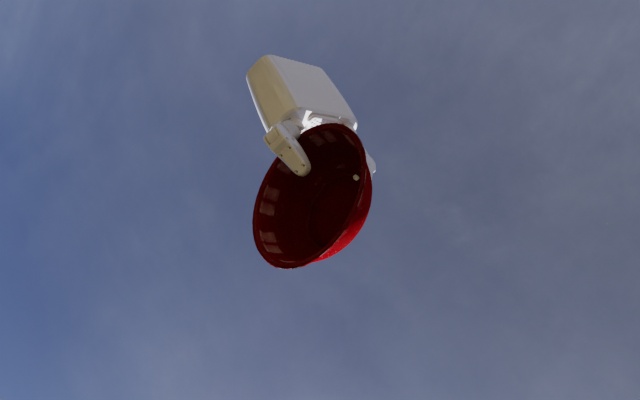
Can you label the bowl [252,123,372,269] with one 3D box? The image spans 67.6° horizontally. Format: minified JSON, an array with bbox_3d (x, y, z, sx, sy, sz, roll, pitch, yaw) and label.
[{"bbox_3d":[0.000,0.003,0.506,0.162,0.162,0.055,0,-22,47],"label":"bowl"}]
